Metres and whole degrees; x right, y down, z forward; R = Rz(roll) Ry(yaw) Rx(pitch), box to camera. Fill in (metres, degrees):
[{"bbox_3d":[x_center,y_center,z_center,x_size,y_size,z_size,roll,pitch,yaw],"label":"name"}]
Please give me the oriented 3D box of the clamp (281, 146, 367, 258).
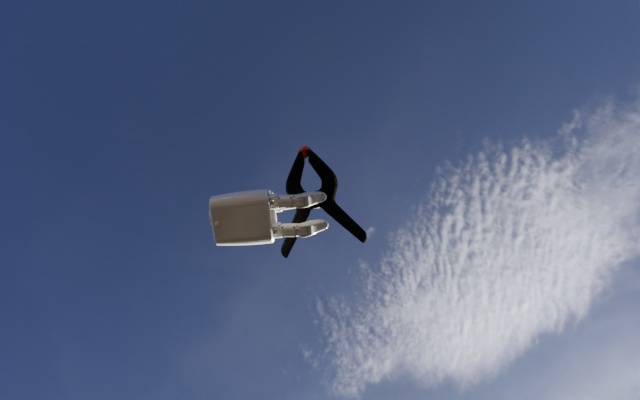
[{"bbox_3d":[0.000,0.002,0.883,0.164,0.210,0.036,-5,18,-2],"label":"clamp"}]
